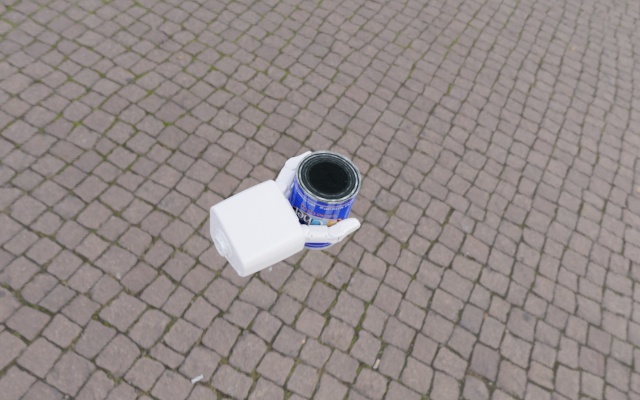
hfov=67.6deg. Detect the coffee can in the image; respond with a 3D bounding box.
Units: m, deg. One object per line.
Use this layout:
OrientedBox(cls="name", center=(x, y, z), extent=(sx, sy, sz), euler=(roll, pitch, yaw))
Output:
OrientedBox(cls="coffee can", center=(0.000, 0.003, 0.782), extent=(0.103, 0.102, 0.140), euler=(0, -35, -13))
